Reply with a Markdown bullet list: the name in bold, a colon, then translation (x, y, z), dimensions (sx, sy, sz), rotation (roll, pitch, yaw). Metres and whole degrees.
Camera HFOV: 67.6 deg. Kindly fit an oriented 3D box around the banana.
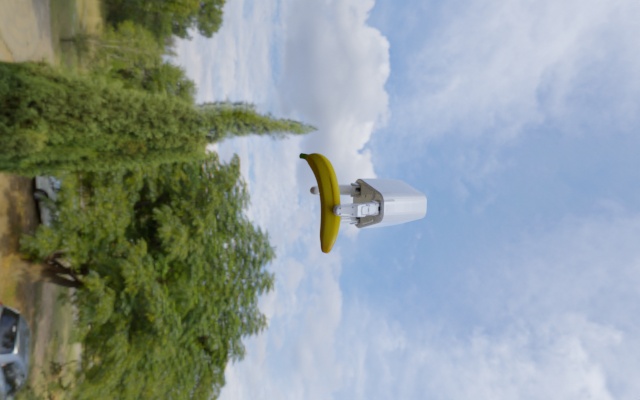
- **banana**: translation (0.008, -0.007, 0.861), dimensions (0.037, 0.197, 0.070), rotation (-2, -18, -31)
